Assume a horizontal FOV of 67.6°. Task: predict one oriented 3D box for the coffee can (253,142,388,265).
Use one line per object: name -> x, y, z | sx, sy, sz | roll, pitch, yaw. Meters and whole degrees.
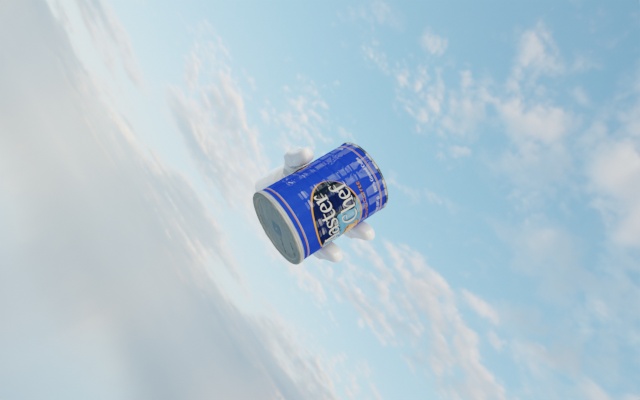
coffee can -> 0.000, 0.002, 0.609 | 0.140, 0.103, 0.103 | -31, 13, -22
